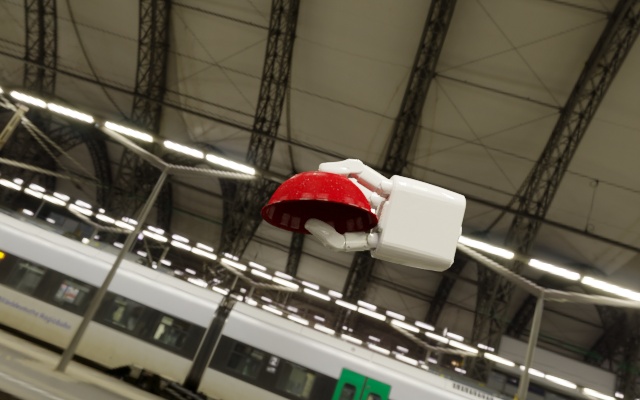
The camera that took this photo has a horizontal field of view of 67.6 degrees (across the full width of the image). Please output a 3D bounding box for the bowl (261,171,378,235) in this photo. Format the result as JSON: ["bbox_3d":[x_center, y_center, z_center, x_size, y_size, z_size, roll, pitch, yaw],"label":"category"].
[{"bbox_3d":[-0.001,0.002,0.664,0.162,0.055,0.162,3,-19,1],"label":"bowl"}]
